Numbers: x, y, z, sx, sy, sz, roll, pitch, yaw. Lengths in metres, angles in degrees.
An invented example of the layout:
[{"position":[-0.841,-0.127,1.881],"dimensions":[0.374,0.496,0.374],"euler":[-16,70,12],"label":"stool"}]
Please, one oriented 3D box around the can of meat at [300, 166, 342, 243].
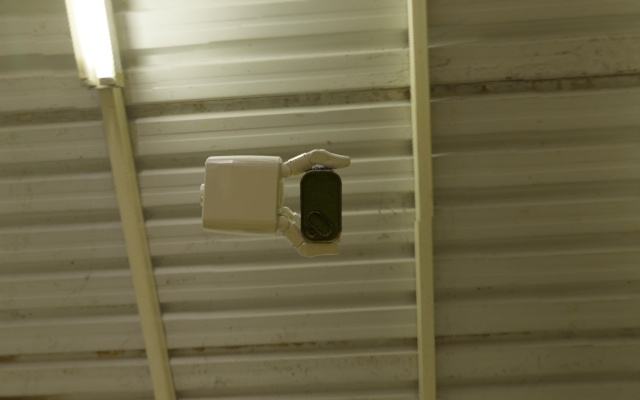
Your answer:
[{"position":[0.000,0.002,0.694],"dimensions":[0.057,0.102,0.084],"euler":[-1,10,-1],"label":"can of meat"}]
